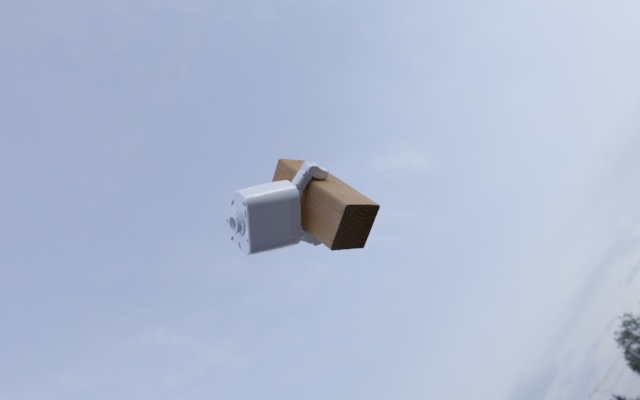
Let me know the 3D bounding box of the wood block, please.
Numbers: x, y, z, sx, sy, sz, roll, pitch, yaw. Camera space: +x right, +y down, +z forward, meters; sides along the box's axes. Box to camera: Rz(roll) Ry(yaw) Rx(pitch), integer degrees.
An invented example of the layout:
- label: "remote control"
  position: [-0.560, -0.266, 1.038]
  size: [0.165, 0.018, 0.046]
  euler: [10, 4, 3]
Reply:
- label: "wood block"
  position: [0.000, 0.003, 0.899]
  size: [0.090, 0.091, 0.206]
  euler: [1, 25, -43]
